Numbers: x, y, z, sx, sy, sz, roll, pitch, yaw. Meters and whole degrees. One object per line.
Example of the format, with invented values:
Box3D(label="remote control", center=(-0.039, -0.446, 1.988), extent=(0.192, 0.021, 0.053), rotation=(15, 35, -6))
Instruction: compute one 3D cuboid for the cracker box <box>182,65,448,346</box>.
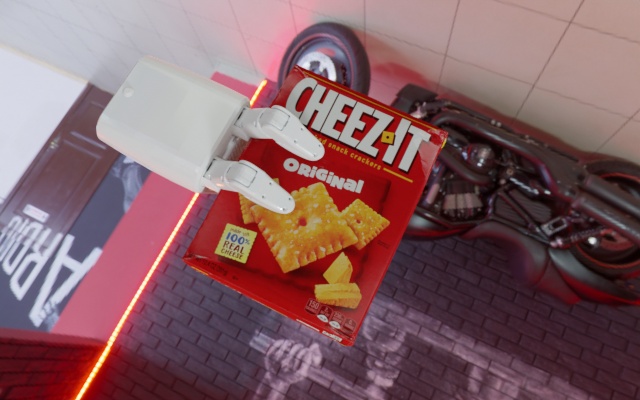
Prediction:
Box3D(label="cracker box", center=(0.000, 0.002, 0.447), extent=(0.164, 0.213, 0.072), rotation=(26, -14, 6))
